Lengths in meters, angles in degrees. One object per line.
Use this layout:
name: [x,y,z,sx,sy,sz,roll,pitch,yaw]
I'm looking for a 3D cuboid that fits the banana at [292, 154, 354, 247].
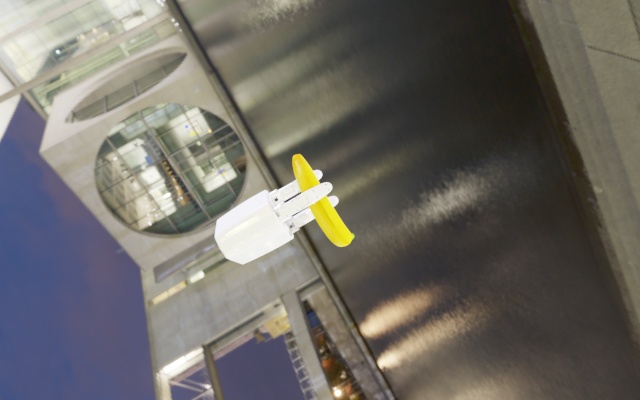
banana: [0.004,0.013,0.812,0.037,0.198,0.069,-29,26,6]
